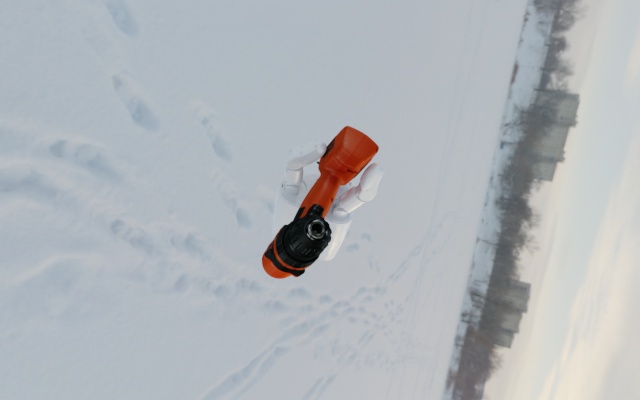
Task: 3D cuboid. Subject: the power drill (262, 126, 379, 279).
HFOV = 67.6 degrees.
[{"bbox_3d":[0.000,0.002,0.573,0.057,0.187,0.184,35,-25,-6],"label":"power drill"}]
